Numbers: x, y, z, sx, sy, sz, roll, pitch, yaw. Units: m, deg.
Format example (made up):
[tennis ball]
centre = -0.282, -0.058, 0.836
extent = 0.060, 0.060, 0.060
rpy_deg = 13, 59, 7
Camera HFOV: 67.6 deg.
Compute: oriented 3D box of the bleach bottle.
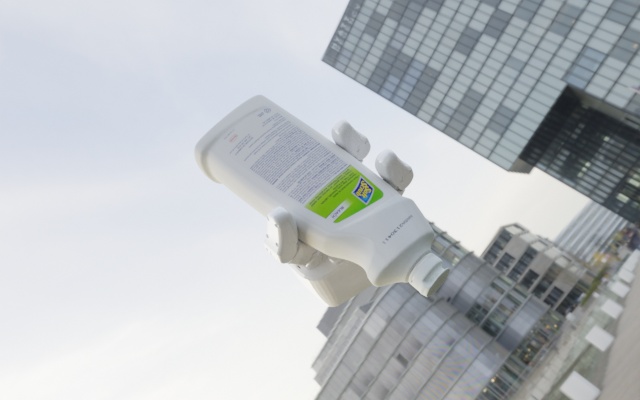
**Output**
[bleach bottle]
centre = 0.000, 0.001, 0.430
extent = 0.250, 0.102, 0.068
rpy_deg = 38, -15, 28
